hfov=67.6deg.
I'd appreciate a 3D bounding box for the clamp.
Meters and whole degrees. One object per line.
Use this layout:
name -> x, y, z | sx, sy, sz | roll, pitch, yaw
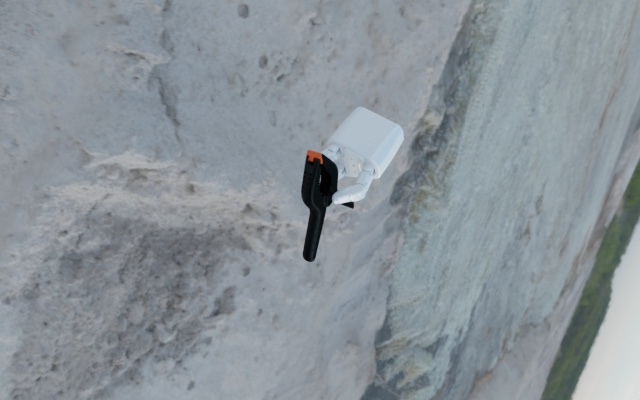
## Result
clamp -> 0.001, 0.003, 0.855 | 0.036, 0.164, 0.210 | 18, -32, 27
